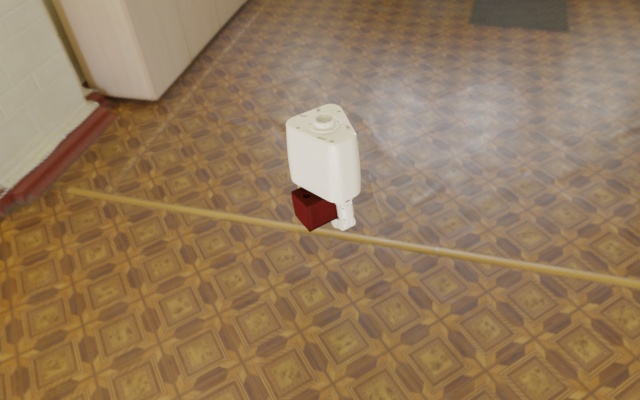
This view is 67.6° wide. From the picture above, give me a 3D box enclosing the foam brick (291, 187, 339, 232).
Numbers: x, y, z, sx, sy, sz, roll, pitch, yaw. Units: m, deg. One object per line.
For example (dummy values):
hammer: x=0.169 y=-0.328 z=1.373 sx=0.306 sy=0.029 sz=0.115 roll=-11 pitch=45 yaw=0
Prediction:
foam brick: x=0.000 y=0.003 z=0.761 sx=0.078 sy=0.051 sz=0.053 roll=-26 pitch=42 yaw=-20
